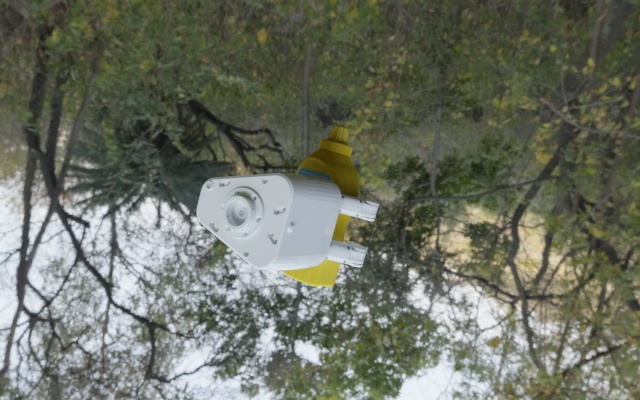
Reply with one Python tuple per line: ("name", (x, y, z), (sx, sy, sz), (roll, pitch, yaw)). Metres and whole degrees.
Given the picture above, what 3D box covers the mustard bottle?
("mustard bottle", (0.000, 0.002, 0.590), (0.058, 0.191, 0.096), (12, 5, -40))
